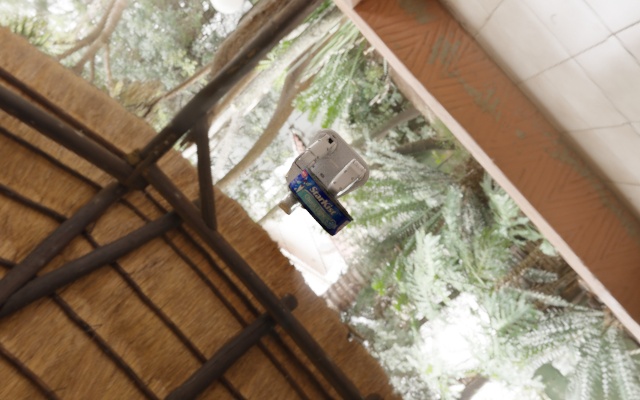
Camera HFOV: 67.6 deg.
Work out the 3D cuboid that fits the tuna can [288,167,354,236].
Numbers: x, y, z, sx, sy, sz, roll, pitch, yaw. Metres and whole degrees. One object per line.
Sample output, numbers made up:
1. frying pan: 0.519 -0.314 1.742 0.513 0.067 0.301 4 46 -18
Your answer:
1. tuna can: 0.000 0.002 0.580 0.034 0.086 0.086 -41 -3 3
